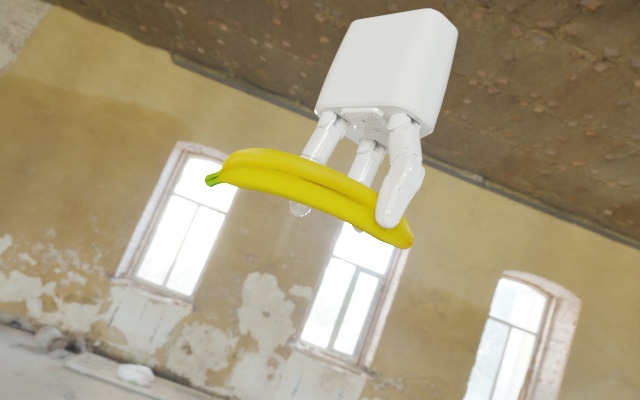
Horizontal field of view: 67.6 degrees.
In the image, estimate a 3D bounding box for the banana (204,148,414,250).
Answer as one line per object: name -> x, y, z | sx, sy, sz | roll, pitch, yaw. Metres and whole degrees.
banana -> 0.001, -0.004, 0.407 | 0.198, 0.037, 0.070 | 20, -18, -8
